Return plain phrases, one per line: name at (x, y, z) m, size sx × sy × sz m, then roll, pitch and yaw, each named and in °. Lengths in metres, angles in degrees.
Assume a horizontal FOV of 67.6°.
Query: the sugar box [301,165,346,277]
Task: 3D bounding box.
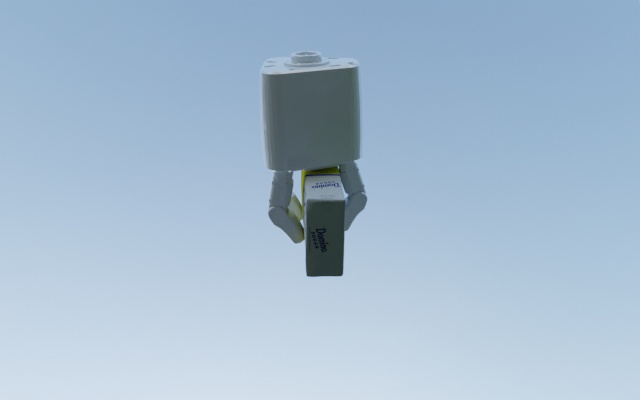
sugar box at (0.000, 0.002, 0.559) m, size 0.048 × 0.093 × 0.176 m, roll 0°, pitch 26°, yaw -1°
